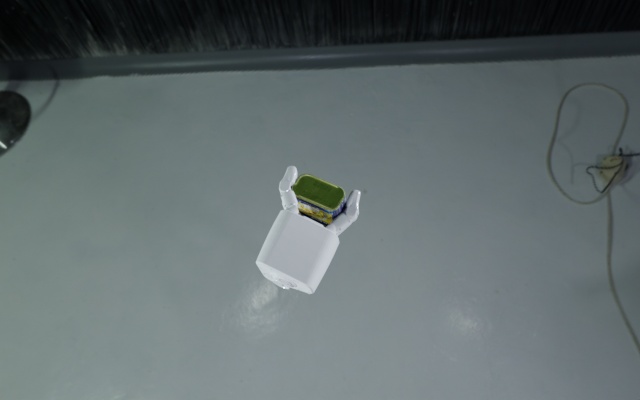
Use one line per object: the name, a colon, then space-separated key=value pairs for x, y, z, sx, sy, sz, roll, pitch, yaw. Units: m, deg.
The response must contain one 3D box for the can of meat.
can of meat: x=0.000 y=0.003 z=0.885 sx=0.102 sy=0.057 sz=0.084 roll=23 pitch=-23 yaw=18
